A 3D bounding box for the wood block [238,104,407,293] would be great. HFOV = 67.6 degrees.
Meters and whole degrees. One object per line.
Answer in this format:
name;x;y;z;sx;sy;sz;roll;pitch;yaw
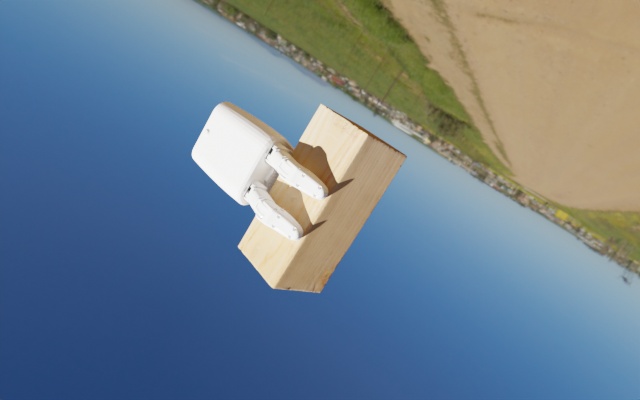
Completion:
wood block;0.000;0.002;0.588;0.091;0.206;0.090;17;19;-49
